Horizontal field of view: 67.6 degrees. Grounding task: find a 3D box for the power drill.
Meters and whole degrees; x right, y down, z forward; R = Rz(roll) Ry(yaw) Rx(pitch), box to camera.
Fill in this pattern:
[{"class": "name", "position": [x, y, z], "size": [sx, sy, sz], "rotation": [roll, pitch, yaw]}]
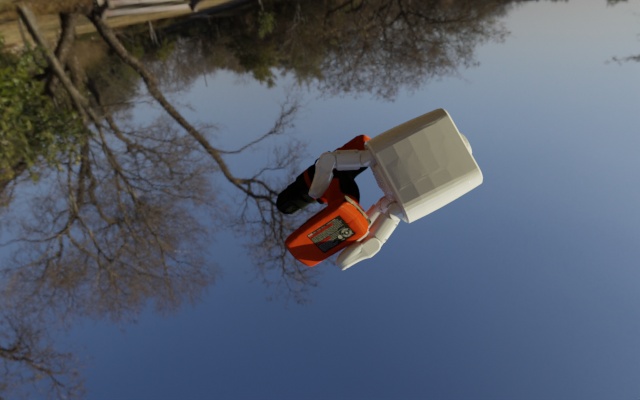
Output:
[{"class": "power drill", "position": [0.000, 0.002, 0.659], "size": [0.184, 0.057, 0.187], "rotation": [-35, 26, 24]}]
